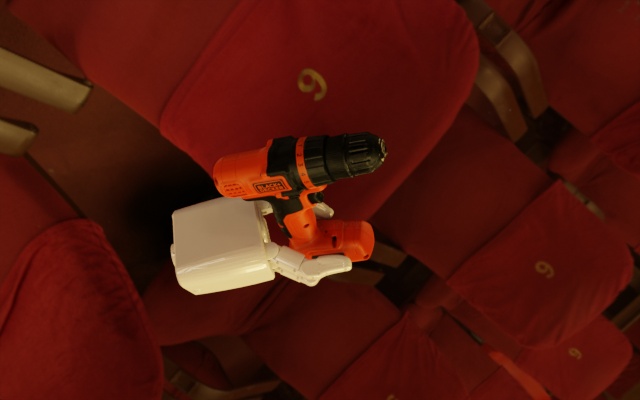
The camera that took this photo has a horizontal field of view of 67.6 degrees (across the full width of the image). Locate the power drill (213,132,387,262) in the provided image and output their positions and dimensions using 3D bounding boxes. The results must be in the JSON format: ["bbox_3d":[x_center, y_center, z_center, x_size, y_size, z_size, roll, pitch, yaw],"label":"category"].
[{"bbox_3d":[0.000,0.002,0.534,0.184,0.057,0.188,-7,-39,21],"label":"power drill"}]
